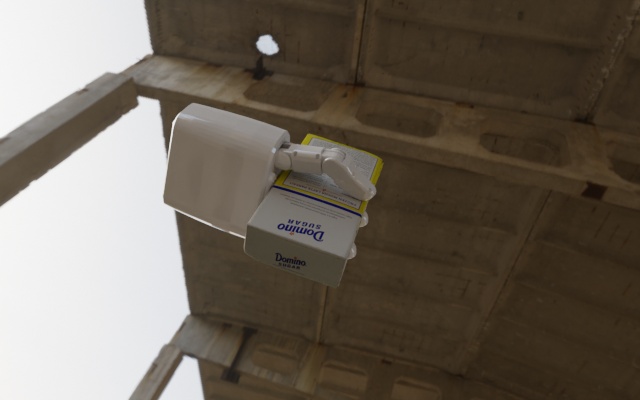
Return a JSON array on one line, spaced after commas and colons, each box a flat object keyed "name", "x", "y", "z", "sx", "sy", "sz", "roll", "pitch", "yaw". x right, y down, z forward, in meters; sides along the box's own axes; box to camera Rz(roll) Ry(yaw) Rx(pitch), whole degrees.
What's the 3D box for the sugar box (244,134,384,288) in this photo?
[{"name": "sugar box", "x": 0.000, "y": 0.002, "z": 0.481, "sx": 0.093, "sy": 0.048, "sz": 0.176, "roll": 19, "pitch": 40, "yaw": 7}]
